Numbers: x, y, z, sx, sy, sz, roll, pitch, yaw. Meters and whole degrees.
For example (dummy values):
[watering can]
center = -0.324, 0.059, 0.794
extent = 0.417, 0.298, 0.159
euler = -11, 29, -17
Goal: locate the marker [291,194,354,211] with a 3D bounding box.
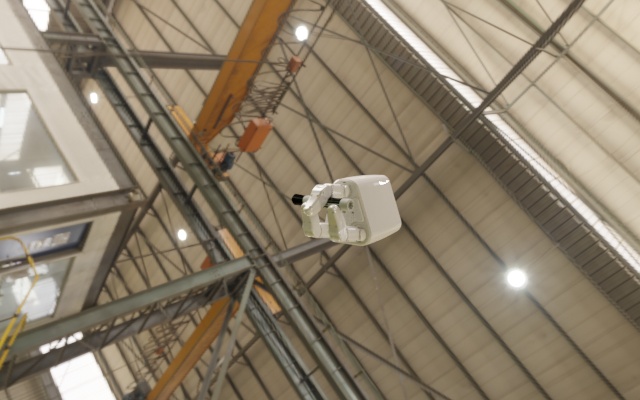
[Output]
[marker]
center = 0.000, 0.003, 0.764
extent = 0.121, 0.020, 0.020
euler = 6, 4, 40
